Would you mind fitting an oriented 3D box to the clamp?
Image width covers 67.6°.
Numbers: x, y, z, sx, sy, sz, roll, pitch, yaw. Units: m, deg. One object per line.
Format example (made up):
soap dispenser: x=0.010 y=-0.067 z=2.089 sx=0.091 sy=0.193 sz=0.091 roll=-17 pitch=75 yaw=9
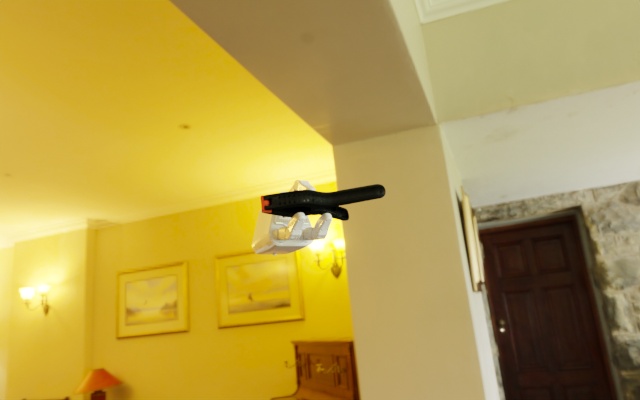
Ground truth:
clamp: x=-0.001 y=0.002 z=0.848 sx=0.210 sy=0.036 sz=0.164 roll=3 pitch=-20 yaw=-29
